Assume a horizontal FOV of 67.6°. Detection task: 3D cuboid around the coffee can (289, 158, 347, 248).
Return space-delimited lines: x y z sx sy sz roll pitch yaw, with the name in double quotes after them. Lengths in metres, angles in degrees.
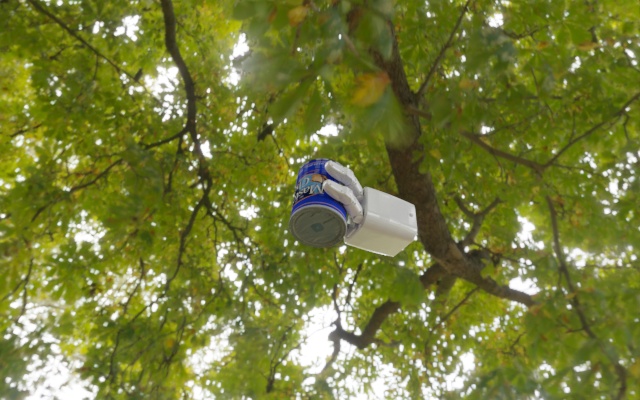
0.000 0.003 0.892 0.103 0.103 0.140 0 42 6 "coffee can"
